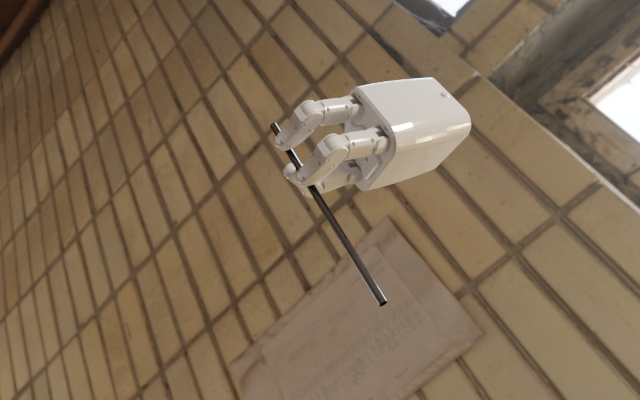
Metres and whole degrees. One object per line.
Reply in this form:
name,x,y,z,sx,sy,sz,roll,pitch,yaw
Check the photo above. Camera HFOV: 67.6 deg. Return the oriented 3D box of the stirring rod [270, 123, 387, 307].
stirring rod,0.000,0.002,0.468,0.011,0.239,0.011,-21,-35,-16
